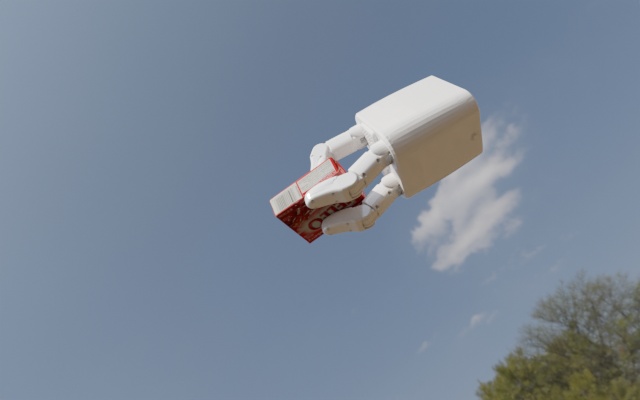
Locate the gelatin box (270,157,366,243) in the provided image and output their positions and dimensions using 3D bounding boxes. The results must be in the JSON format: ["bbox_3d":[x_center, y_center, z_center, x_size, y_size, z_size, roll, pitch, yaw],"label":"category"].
[{"bbox_3d":[0.000,0.002,0.541,0.089,0.030,0.073,-35,-42,11],"label":"gelatin box"}]
